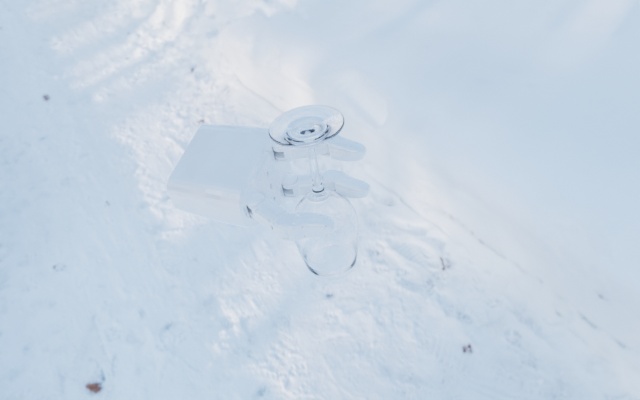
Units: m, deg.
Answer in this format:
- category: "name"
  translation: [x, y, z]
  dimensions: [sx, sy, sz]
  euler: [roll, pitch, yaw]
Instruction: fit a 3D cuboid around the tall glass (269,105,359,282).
- category: "tall glass"
  translation: [0.000, 0.001, 0.523]
  dimensions: [0.079, 0.201, 0.079]
  euler: [-6, 40, 5]
